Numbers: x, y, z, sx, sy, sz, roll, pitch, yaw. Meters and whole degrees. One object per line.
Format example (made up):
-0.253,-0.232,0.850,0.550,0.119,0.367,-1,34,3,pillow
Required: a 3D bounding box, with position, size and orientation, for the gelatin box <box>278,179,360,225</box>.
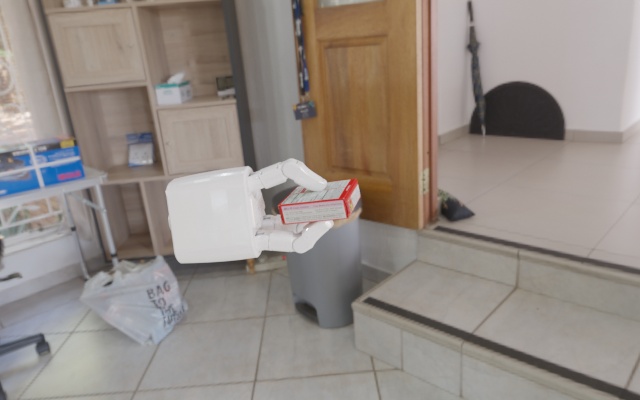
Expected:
0.000,0.002,0.609,0.089,0.030,0.073,-7,19,19,gelatin box
